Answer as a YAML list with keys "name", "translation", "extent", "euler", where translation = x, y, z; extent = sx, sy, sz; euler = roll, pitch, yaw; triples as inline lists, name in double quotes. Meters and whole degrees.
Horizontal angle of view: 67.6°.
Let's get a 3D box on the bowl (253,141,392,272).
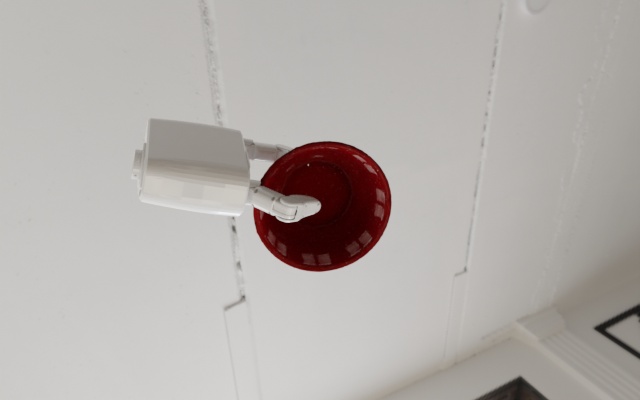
- name: "bowl"
  translation: [0.001, 0.002, 0.571]
  extent: [0.162, 0.162, 0.055]
  euler: [0, 21, -9]
